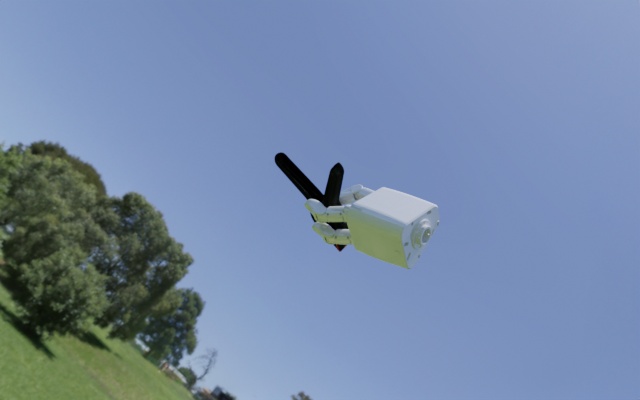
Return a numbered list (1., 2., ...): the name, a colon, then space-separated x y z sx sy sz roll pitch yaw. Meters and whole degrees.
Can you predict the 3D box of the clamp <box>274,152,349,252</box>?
1. clamp: 0.001 0.003 0.855 0.164 0.210 0.036 22 54 42
